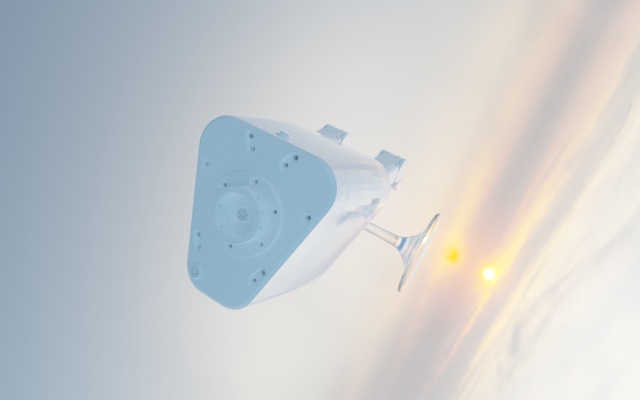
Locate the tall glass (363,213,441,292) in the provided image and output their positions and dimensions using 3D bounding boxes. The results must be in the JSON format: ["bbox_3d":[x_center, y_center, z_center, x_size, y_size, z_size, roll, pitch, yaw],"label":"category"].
[{"bbox_3d":[0.001,0.002,0.432,0.201,0.079,0.079,27,9,19],"label":"tall glass"}]
